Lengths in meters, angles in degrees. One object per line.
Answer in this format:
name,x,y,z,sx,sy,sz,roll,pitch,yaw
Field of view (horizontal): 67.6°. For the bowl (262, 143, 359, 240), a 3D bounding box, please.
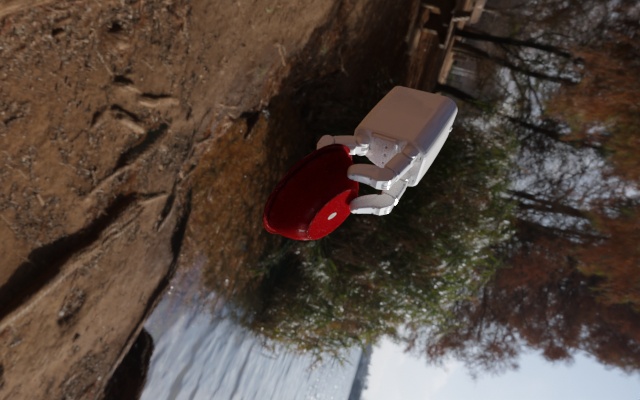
bowl,-0.001,0.003,0.655,0.055,0.162,0.162,45,22,23
